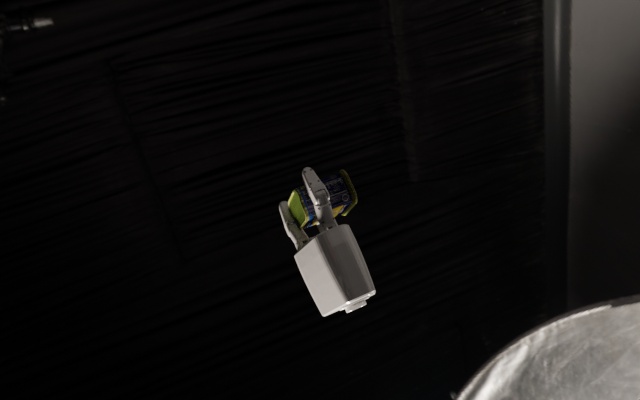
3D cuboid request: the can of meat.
[{"bbox_3d":[0.000,0.002,0.743,0.084,0.057,0.102,-21,-11,-16],"label":"can of meat"}]
